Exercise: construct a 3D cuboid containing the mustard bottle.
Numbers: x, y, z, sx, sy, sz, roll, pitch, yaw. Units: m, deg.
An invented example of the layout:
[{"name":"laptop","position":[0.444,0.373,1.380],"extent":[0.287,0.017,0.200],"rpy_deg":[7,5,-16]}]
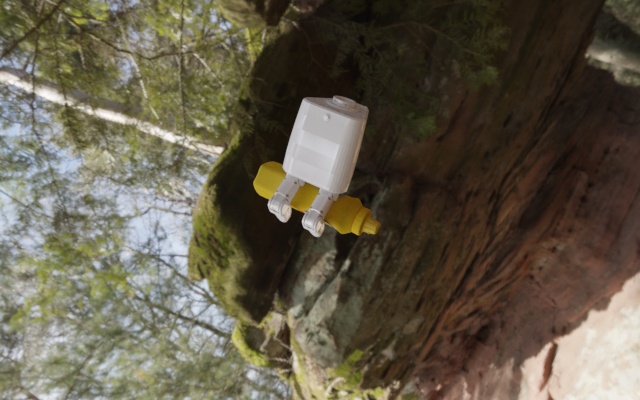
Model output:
[{"name":"mustard bottle","position":[0.000,0.003,0.718],"extent":[0.191,0.058,0.096],"rpy_deg":[24,-1,17]}]
